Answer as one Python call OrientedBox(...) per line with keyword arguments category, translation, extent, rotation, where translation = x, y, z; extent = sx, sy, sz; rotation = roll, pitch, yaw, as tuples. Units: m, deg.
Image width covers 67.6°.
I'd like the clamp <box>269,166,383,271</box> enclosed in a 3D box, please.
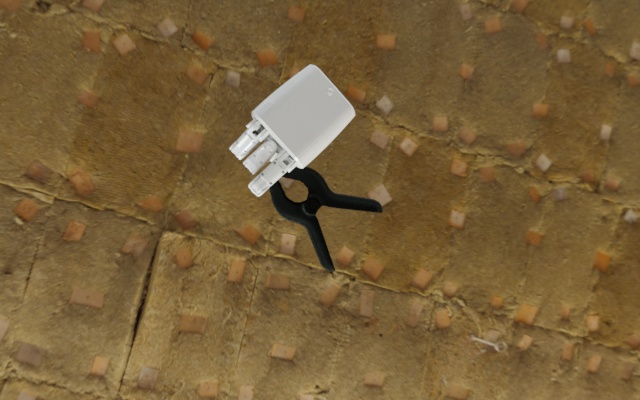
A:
OrientedBox(category="clamp", translation=(0.000, 0.002, 0.667), extent=(0.120, 0.171, 0.039), rotation=(-43, 9, -5))
